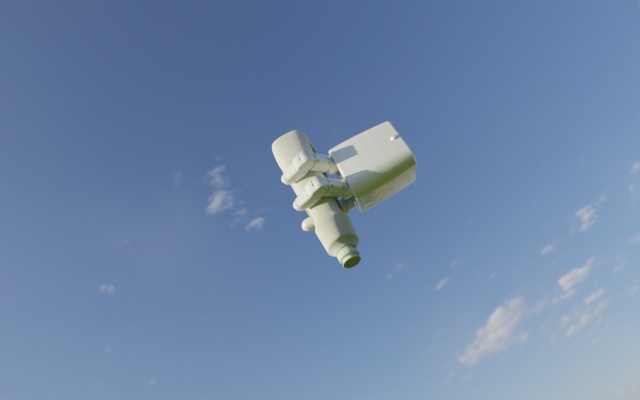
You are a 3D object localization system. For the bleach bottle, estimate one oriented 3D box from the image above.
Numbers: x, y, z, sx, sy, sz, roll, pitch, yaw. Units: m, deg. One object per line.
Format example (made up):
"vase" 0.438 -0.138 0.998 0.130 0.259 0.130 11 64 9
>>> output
"bleach bottle" 0.000 0.002 0.753 0.068 0.250 0.103 -29 -36 1
